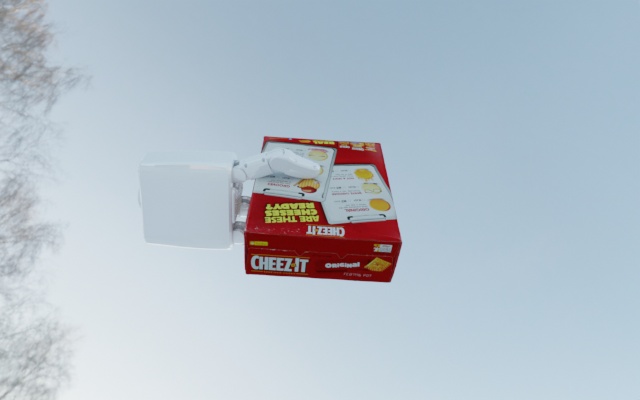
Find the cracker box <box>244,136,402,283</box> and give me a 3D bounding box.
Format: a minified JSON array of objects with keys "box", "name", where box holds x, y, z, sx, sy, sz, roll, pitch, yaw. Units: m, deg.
[{"box":[0.000,0.002,0.586,0.164,0.072,0.213,3,35,-3],"name":"cracker box"}]
